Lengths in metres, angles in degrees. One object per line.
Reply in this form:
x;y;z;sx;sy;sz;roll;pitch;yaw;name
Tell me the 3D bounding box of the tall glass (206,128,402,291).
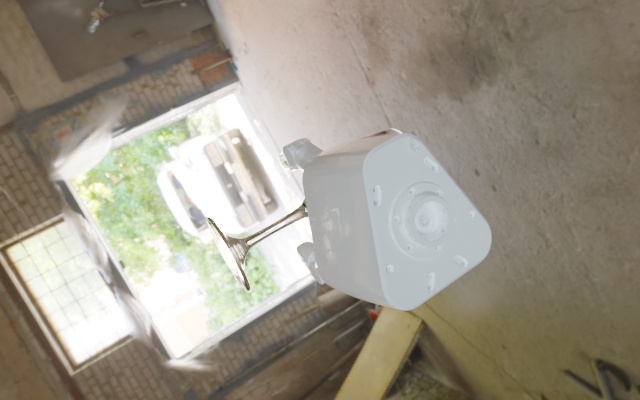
-0.001;0.002;0.451;0.201;0.079;0.079;-30;10;-19;tall glass
